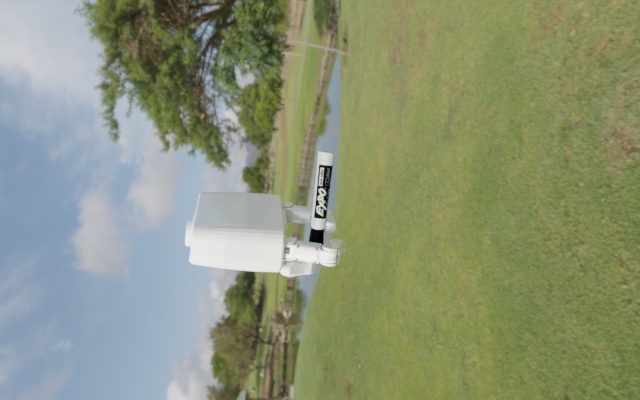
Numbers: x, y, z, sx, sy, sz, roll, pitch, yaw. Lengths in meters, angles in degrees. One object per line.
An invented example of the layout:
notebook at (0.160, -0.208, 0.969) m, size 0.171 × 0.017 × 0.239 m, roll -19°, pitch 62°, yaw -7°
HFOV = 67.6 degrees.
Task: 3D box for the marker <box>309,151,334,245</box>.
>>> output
marker at (0.000, 0.002, 0.570) m, size 0.020 × 0.121 × 0.020 m, roll 6°, pitch 10°, yaw -1°
